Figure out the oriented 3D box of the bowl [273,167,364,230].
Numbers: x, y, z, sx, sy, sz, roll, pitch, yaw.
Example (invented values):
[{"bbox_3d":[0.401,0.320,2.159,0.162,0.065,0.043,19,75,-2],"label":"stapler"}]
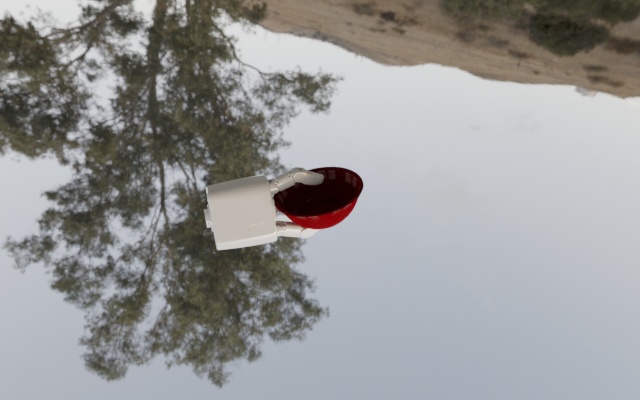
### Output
[{"bbox_3d":[0.002,0.003,0.851,0.162,0.055,0.162,-10,32,6],"label":"bowl"}]
